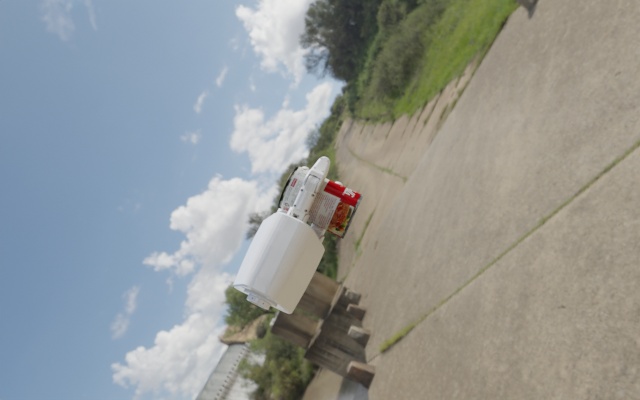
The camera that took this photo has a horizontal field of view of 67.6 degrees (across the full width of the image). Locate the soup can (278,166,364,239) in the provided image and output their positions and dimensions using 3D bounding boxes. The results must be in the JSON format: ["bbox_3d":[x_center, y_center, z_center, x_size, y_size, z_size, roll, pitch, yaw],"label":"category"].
[{"bbox_3d":[0.000,0.002,0.670,0.102,0.068,0.068,25,2,4],"label":"soup can"}]
